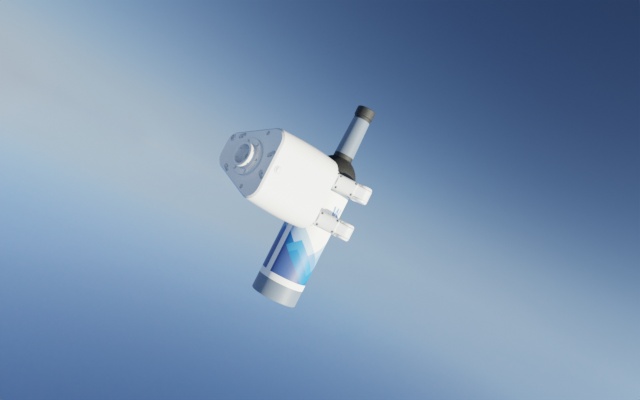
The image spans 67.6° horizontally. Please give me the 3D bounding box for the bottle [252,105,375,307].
[{"bbox_3d":[0.000,0.002,0.673,0.069,0.295,0.069,27,-3,1],"label":"bottle"}]
